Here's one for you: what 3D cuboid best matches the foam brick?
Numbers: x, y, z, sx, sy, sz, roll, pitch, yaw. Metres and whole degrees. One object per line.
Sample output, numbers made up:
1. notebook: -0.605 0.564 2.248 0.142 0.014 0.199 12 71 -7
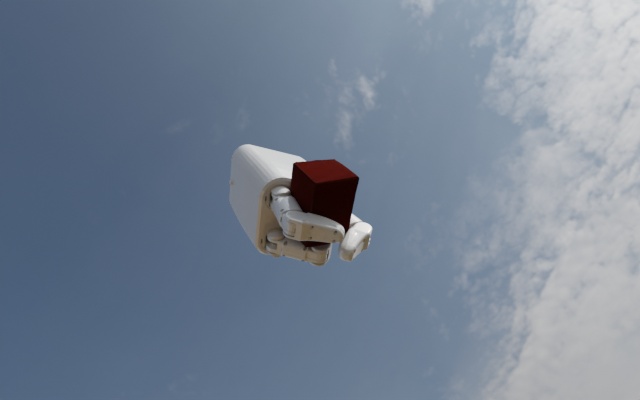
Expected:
1. foam brick: 0.000 0.001 0.501 0.053 0.078 0.051 -7 32 -28
